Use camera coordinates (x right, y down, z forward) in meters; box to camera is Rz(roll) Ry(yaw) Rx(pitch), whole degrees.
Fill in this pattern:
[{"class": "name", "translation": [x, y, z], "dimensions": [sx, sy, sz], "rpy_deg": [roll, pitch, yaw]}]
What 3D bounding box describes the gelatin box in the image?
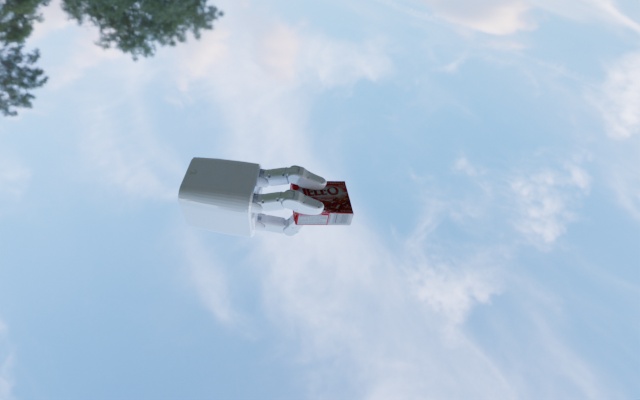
[{"class": "gelatin box", "translation": [0.000, 0.003, 0.731], "dimensions": [0.089, 0.030, 0.073], "rpy_deg": [1, 44, -13]}]
